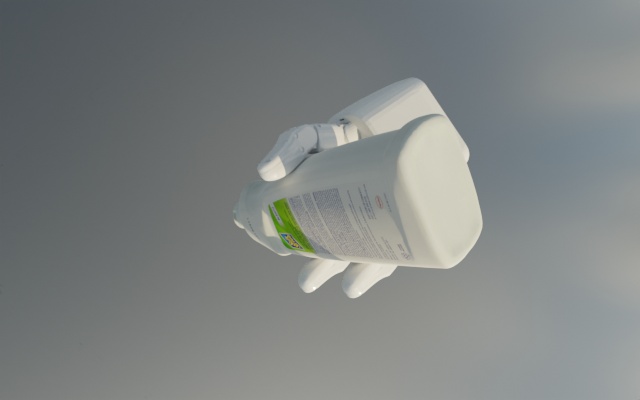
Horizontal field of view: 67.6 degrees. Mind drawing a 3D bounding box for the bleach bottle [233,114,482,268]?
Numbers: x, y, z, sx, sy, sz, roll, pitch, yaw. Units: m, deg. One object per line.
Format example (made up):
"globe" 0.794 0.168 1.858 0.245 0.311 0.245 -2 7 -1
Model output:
"bleach bottle" 0.000 0.001 0.401 0.251 0.102 0.068 -4 27 48
